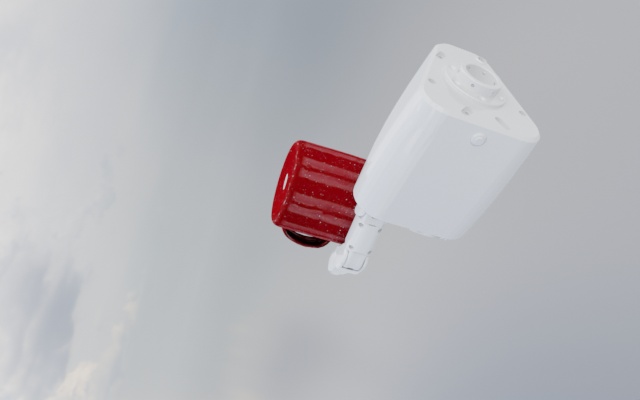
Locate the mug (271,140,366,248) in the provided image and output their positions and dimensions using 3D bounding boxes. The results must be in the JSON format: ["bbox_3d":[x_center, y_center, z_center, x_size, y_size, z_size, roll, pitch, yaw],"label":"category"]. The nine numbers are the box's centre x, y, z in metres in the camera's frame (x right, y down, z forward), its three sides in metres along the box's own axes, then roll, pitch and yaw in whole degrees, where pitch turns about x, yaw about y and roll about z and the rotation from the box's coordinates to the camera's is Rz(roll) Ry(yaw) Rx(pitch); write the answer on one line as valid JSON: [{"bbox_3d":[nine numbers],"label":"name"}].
[{"bbox_3d":[-0.001,0.002,0.448,0.081,0.093,0.117,16,-47,-13],"label":"mug"}]
